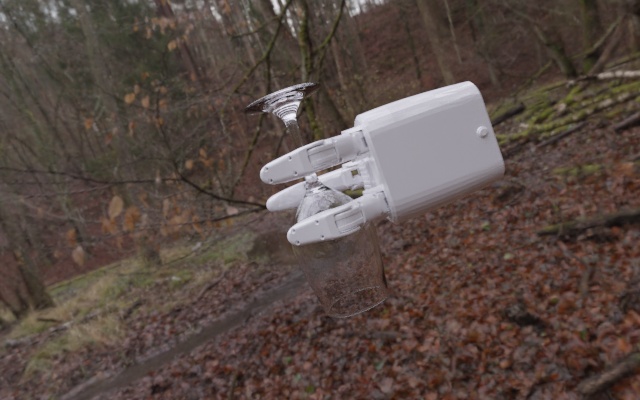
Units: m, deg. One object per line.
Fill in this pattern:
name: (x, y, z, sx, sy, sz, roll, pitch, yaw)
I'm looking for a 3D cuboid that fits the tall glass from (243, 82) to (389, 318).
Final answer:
tall glass: (0.000, 0.001, 0.434, 0.079, 0.201, 0.079, -20, 4, 1)
